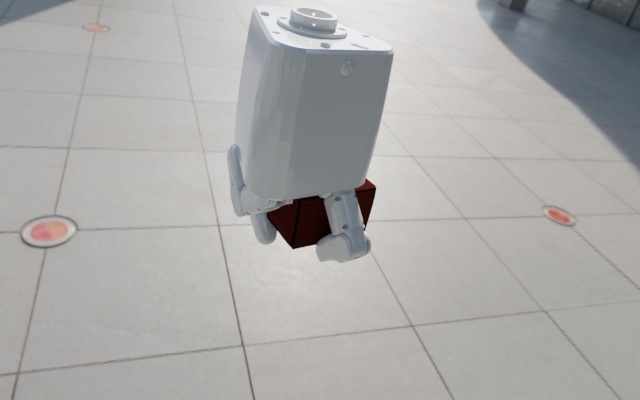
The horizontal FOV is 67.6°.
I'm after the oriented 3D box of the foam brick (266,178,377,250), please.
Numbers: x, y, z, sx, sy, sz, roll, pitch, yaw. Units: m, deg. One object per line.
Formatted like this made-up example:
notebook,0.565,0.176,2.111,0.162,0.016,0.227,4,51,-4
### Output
foam brick,0.000,0.001,0.415,0.078,0.051,0.053,-10,37,-32
